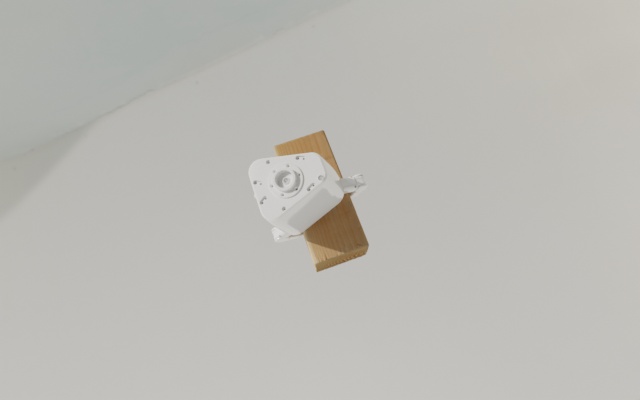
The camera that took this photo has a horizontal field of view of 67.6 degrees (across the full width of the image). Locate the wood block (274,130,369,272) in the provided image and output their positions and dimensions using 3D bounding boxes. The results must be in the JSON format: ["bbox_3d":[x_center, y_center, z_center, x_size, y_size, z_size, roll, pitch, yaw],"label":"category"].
[{"bbox_3d":[0.000,0.002,0.795,0.091,0.206,0.090,-19,-16,-4],"label":"wood block"}]
